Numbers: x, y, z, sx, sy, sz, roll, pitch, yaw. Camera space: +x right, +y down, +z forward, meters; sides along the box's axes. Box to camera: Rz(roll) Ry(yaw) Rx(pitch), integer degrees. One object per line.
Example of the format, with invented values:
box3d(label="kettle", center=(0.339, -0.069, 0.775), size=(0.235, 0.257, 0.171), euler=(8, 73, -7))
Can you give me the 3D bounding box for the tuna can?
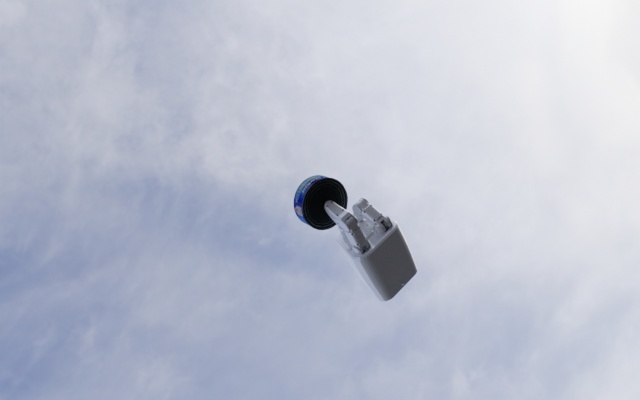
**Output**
box3d(label="tuna can", center=(0.000, 0.002, 0.770), size=(0.086, 0.086, 0.033), euler=(0, 12, -33))
